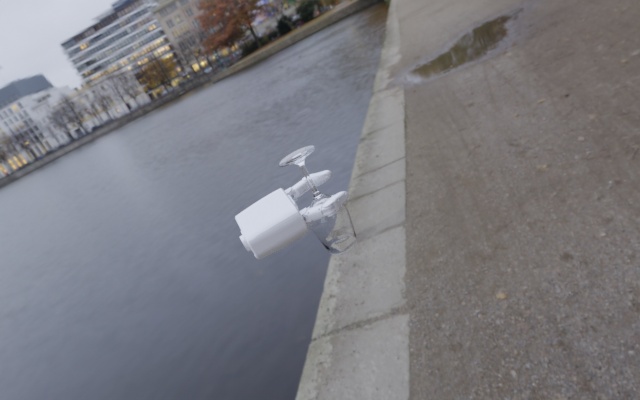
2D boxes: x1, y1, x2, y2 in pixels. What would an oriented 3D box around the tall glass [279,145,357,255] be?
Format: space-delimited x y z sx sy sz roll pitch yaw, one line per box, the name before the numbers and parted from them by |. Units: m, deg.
tall glass | 0.000 0.002 0.889 0.079 0.201 0.079 -24 19 9
